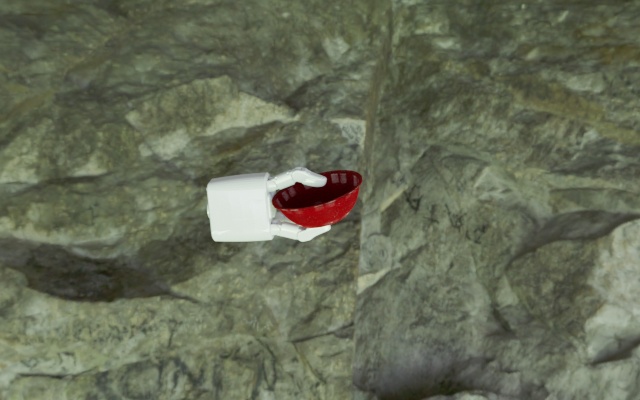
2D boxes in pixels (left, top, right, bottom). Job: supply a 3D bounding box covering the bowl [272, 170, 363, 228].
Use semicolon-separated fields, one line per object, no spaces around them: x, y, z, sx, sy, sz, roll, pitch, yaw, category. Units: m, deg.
0.001;0.003;0.827;0.162;0.055;0.162;-15;21;6;bowl
